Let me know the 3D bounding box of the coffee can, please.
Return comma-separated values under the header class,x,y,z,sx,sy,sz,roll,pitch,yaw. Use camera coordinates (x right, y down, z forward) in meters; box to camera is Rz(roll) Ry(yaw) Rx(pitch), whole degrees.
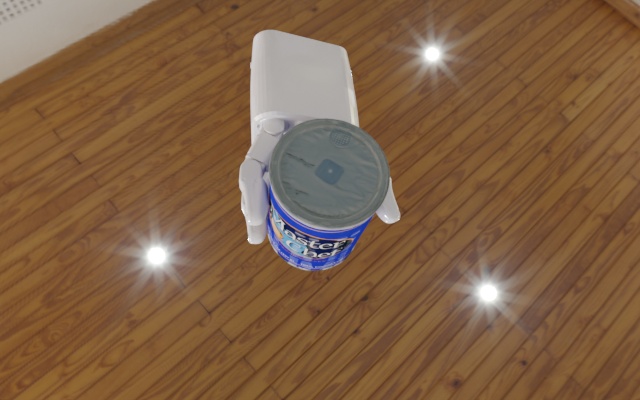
class,x,y,z,sx,sy,sz,roll,pitch,yaw
coffee can,0.000,0.002,0.462,0.103,0.102,0.140,0,-23,-7
